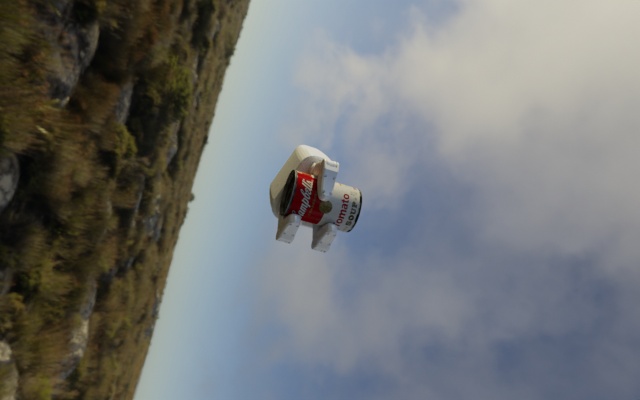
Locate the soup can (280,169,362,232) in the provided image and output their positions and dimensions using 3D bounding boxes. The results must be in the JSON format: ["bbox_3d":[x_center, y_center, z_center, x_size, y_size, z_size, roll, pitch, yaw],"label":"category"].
[{"bbox_3d":[0.001,0.002,0.683,0.102,0.068,0.068,16,-4,-15],"label":"soup can"}]
